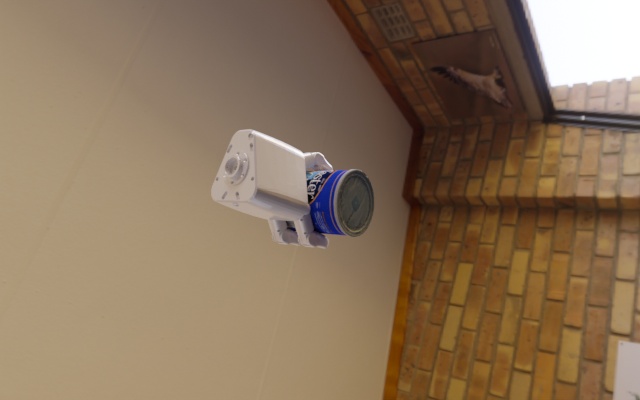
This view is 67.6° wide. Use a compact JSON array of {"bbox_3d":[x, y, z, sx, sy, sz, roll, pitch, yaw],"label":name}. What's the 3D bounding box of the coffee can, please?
[{"bbox_3d":[0.000,0.002,0.765,0.140,0.103,0.103,2,1,38],"label":"coffee can"}]
